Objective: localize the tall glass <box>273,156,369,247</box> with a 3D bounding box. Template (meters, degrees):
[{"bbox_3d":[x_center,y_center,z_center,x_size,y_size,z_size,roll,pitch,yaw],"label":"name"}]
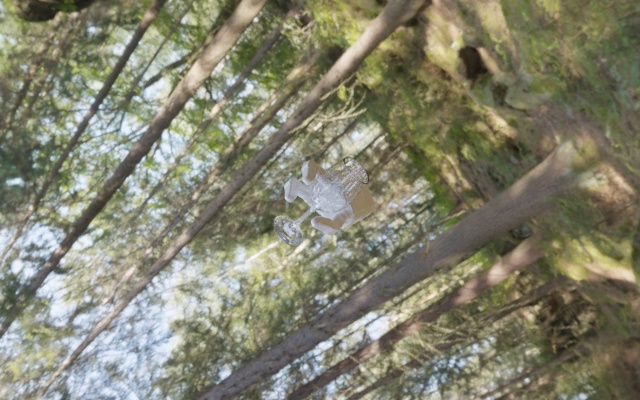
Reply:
[{"bbox_3d":[0.000,0.003,0.895,0.201,0.079,0.079,-42,-24,30],"label":"tall glass"}]
